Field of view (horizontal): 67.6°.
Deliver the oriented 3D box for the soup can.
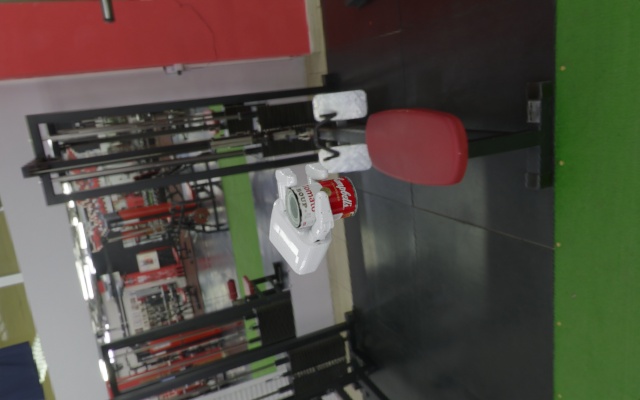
[{"bbox_3d":[0.000,0.002,0.780,0.102,0.068,0.068,-12,4,-22],"label":"soup can"}]
